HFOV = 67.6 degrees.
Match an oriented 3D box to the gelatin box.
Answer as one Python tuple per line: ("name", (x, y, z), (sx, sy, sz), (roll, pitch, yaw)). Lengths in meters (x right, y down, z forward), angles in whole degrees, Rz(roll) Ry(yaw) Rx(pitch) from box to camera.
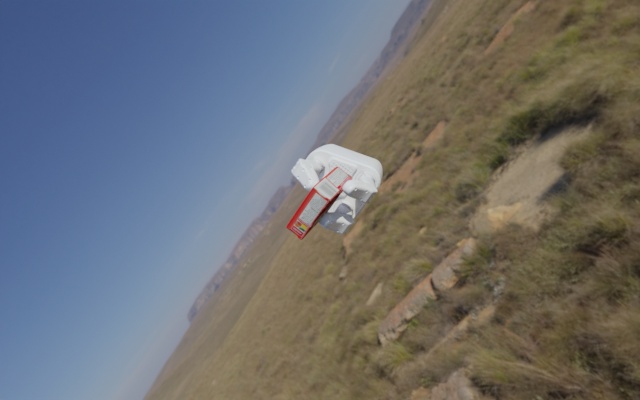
("gelatin box", (0.000, 0.002, 0.623), (0.030, 0.073, 0.089), (39, 31, 5))
